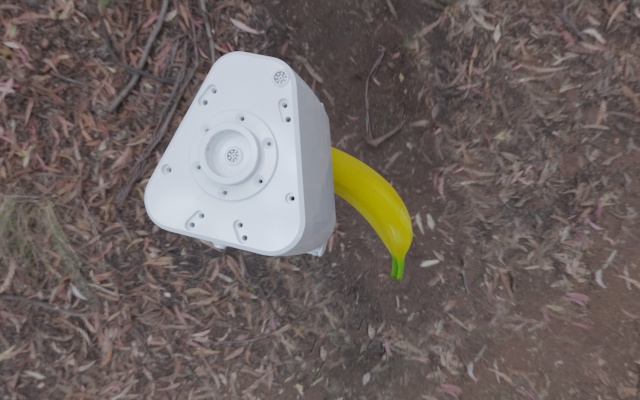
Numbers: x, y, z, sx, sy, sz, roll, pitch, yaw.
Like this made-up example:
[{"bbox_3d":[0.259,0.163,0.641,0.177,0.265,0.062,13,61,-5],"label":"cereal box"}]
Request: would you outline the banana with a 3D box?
[{"bbox_3d":[0.014,-0.011,0.443,0.198,0.069,0.037,38,4,8],"label":"banana"}]
